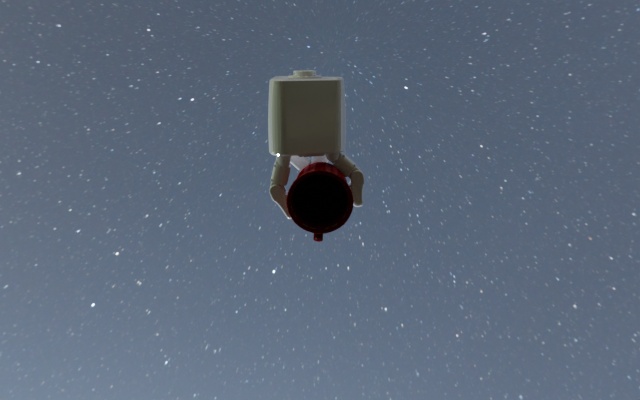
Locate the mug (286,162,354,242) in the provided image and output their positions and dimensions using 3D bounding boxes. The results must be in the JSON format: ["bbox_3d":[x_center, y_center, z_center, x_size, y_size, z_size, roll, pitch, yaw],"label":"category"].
[{"bbox_3d":[0.000,0.004,0.701,0.093,0.117,0.081,0,18,1],"label":"mug"}]
